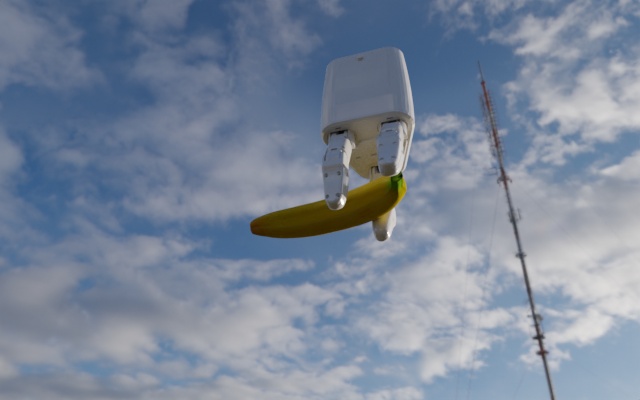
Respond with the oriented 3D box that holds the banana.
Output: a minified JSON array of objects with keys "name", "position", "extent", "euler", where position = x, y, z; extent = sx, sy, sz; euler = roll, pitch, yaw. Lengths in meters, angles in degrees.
[{"name":"banana","position":[0.015,0.007,0.503],"extent":[0.198,0.037,0.070],"euler":[-22,-35,34]}]
